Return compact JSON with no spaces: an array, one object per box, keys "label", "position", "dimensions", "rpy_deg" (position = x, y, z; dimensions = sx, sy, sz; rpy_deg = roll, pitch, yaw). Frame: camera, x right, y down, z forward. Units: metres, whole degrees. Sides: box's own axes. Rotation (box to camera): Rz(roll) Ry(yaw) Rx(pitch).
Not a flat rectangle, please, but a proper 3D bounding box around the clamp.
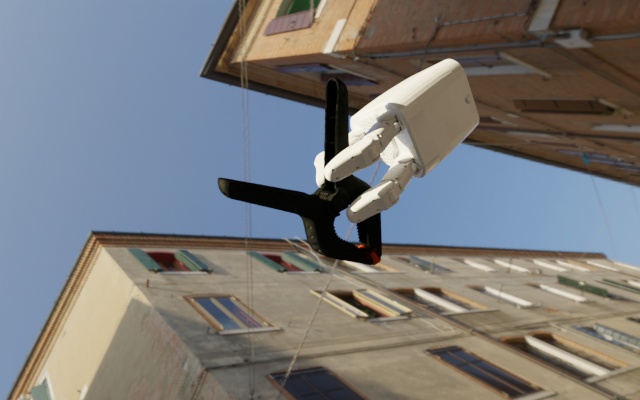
[{"label":"clamp","position":[0.000,0.002,0.508],"dimensions":[0.164,0.210,0.036],"rpy_deg":[-37,30,-16]}]
